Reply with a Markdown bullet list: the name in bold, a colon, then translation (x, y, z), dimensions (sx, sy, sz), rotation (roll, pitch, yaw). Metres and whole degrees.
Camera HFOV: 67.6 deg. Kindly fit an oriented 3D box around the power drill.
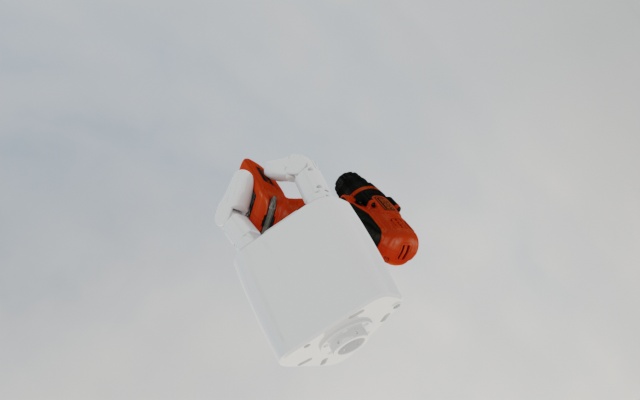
- **power drill**: translation (0.000, 0.002, 0.547), dimensions (0.187, 0.057, 0.184), rotation (9, 22, -24)
